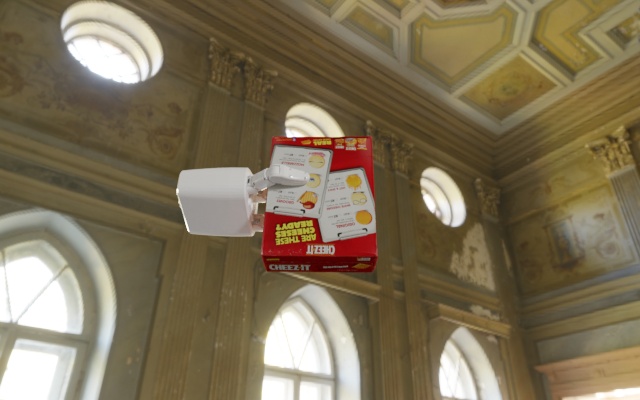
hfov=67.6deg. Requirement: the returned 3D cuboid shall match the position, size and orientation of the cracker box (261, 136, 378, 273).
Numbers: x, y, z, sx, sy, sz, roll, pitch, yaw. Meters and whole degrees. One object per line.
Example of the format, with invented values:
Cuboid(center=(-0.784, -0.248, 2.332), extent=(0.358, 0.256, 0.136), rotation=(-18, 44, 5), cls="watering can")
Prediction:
Cuboid(center=(0.000, 0.002, 0.738), extent=(0.164, 0.213, 0.072), rotation=(0, -31, 2), cls="cracker box")
